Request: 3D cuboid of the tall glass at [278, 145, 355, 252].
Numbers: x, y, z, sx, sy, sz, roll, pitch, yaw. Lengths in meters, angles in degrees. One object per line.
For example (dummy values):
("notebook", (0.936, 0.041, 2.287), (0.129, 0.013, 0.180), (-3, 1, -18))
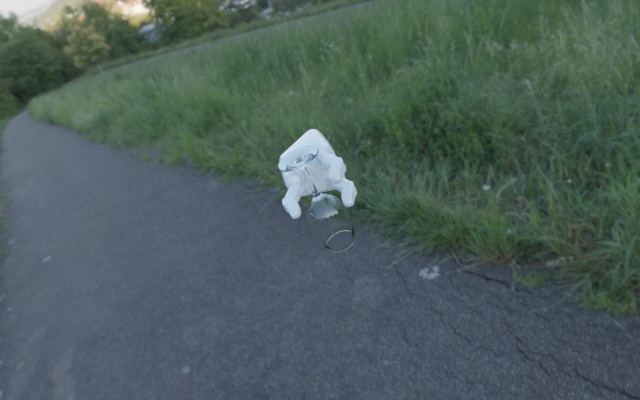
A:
("tall glass", (0.000, 0.002, 0.864), (0.079, 0.201, 0.079), (-19, 33, 13))
